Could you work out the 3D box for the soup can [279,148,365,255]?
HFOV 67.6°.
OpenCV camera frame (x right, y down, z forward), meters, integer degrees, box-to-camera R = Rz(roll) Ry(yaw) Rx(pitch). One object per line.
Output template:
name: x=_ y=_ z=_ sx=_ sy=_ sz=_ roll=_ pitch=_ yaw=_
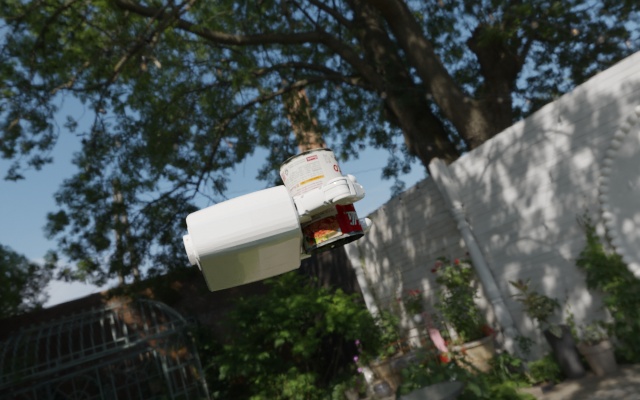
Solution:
soup can: x=0.000 y=0.001 z=0.531 sx=0.068 sy=0.102 sz=0.068 roll=-18 pitch=-13 yaw=-4
